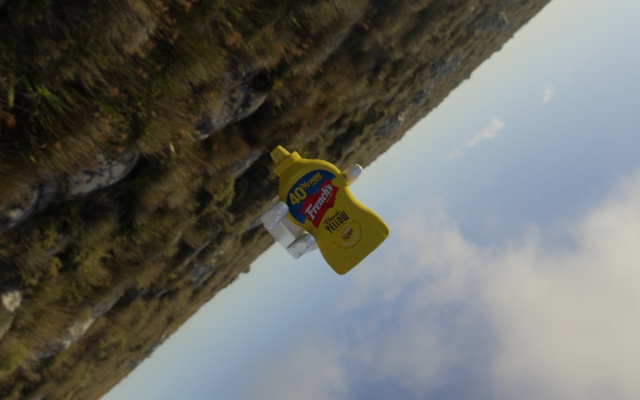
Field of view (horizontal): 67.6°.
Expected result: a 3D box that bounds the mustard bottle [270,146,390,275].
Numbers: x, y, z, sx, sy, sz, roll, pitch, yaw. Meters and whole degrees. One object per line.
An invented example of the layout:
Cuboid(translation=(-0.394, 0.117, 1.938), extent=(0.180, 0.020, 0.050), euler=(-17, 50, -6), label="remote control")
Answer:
Cuboid(translation=(0.000, 0.002, 0.656), extent=(0.096, 0.191, 0.058), euler=(-41, 1, 4), label="mustard bottle")
